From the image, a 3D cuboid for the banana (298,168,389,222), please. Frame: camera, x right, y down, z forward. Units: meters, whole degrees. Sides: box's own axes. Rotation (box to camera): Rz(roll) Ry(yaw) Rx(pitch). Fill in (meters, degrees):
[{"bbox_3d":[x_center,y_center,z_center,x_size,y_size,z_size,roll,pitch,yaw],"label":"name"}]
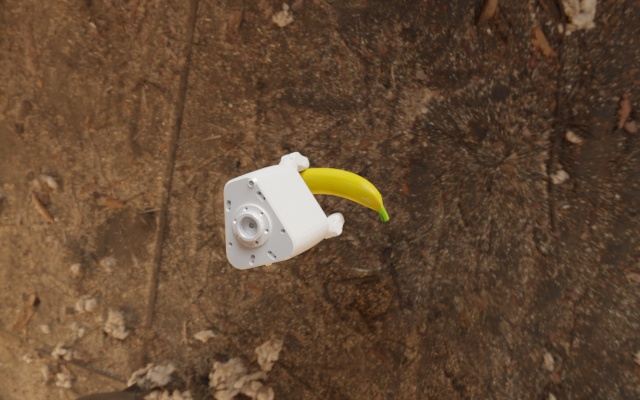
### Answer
[{"bbox_3d":[0.005,-0.015,0.705,0.198,0.070,0.037,11,17,17],"label":"banana"}]
